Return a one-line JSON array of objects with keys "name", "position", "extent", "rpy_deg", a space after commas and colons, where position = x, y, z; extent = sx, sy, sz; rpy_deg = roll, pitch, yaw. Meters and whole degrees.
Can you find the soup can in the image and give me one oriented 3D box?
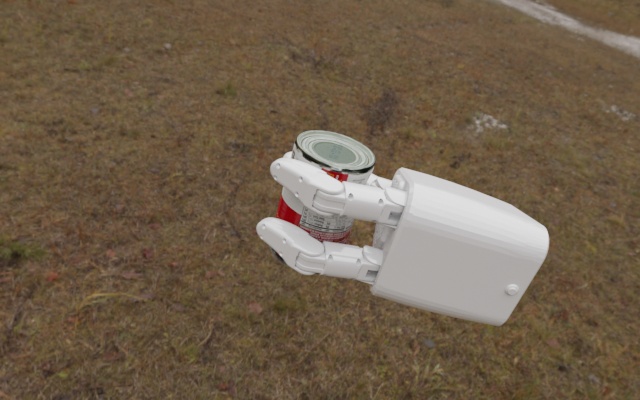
[{"name": "soup can", "position": [0.000, 0.001, 0.401], "extent": [0.068, 0.102, 0.068], "rpy_deg": [13, 30, -7]}]
